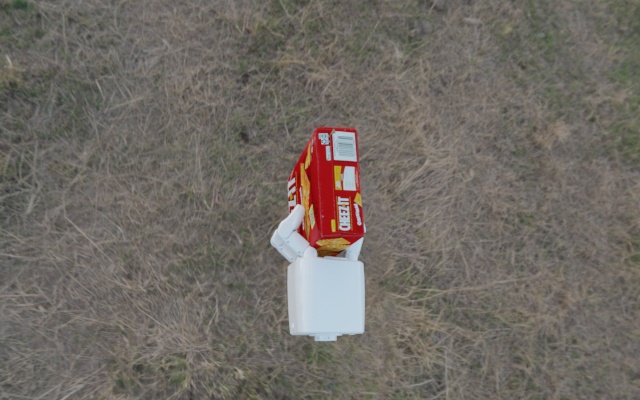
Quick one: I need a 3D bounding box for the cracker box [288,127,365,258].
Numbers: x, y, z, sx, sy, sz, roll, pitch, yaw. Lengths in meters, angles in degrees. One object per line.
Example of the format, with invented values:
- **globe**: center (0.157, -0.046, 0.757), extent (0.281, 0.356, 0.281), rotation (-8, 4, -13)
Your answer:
- **cracker box**: center (0.000, 0.002, 0.757), extent (0.072, 0.164, 0.214), rotation (1, -17, -15)
